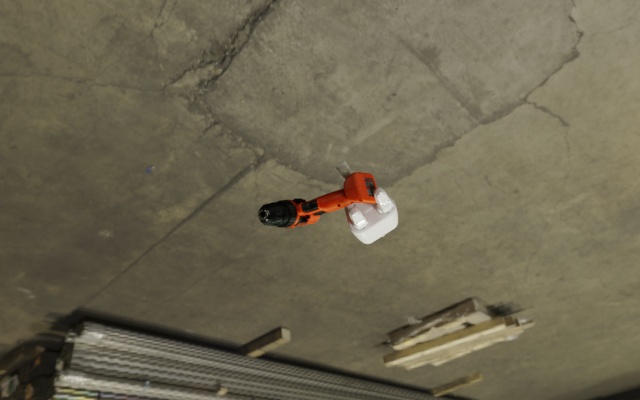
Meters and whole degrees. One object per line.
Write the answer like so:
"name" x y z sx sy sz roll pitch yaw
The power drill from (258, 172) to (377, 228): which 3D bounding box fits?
"power drill" 0.001 0.003 0.867 0.188 0.057 0.184 -18 -6 25
